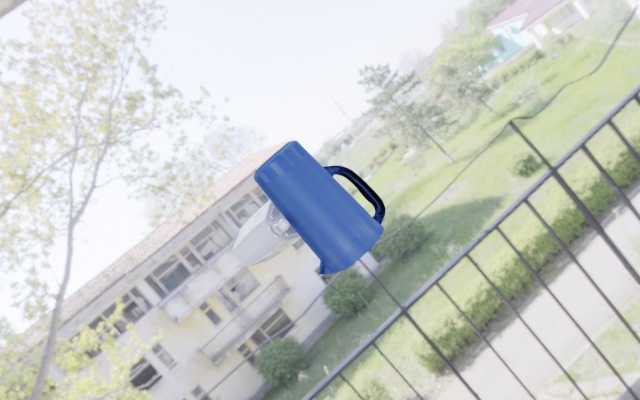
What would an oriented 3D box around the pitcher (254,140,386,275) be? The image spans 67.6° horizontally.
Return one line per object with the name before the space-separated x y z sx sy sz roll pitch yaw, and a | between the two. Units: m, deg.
pitcher | 0.000 0.003 0.891 0.145 0.243 0.149 -39 5 26
